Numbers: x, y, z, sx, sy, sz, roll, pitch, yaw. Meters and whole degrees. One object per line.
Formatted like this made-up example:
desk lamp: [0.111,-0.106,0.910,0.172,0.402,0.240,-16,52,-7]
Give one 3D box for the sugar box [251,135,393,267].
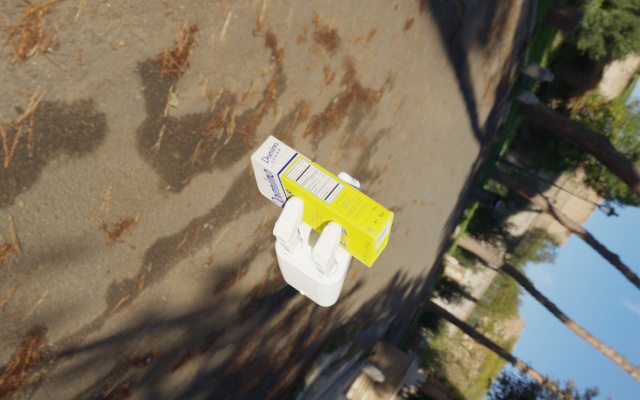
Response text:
sugar box: [0.000,0.002,0.573,0.176,0.048,0.093,31,-23,16]
